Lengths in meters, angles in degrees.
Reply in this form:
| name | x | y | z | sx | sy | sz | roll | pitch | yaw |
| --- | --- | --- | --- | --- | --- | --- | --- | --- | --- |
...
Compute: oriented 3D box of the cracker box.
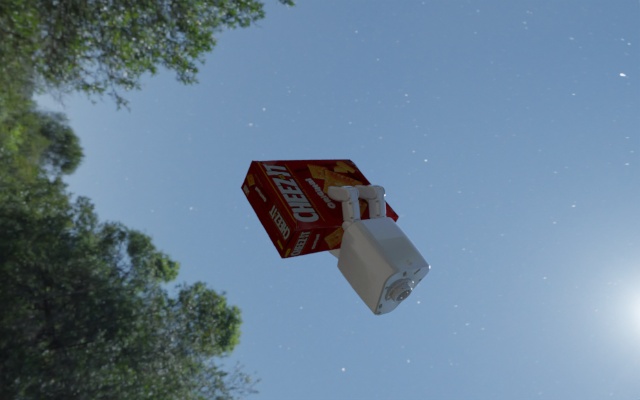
| name | x | y | z | sx | sy | sz | roll | pitch | yaw |
| --- | --- | --- | --- | --- | --- | --- | --- | --- | --- |
| cracker box | 0.000 | 0.003 | 0.801 | 0.213 | 0.072 | 0.164 | -4 | 45 | -37 |
